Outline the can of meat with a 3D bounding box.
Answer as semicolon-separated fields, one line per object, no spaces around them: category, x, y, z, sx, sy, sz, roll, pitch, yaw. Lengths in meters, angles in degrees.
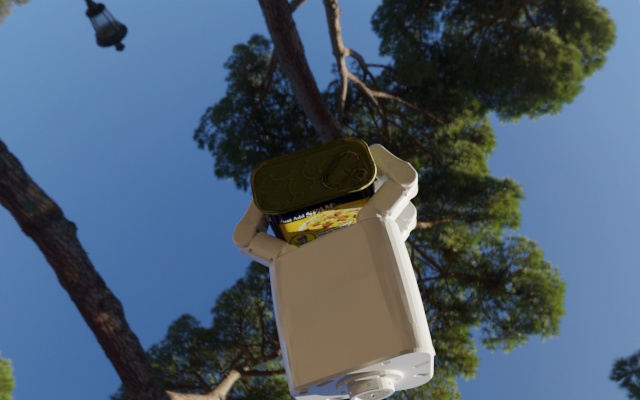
can of meat;0.000;0.002;0.420;0.102;0.057;0.084;-17;-37;0
